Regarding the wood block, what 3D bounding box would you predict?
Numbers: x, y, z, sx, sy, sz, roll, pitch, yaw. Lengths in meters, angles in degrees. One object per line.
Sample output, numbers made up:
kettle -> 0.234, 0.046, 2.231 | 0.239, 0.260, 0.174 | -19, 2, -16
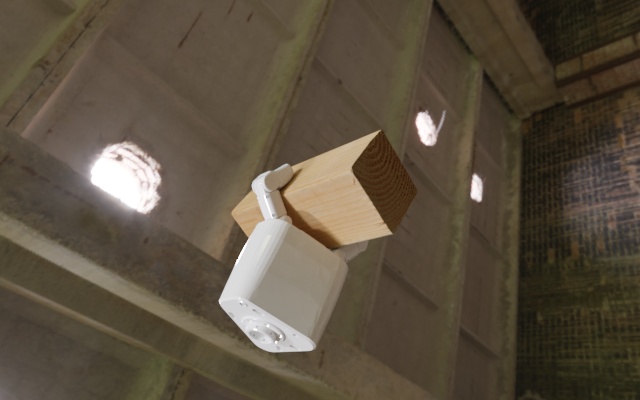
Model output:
wood block -> 0.000, 0.002, 0.589 | 0.206, 0.091, 0.090 | -18, 23, 41
